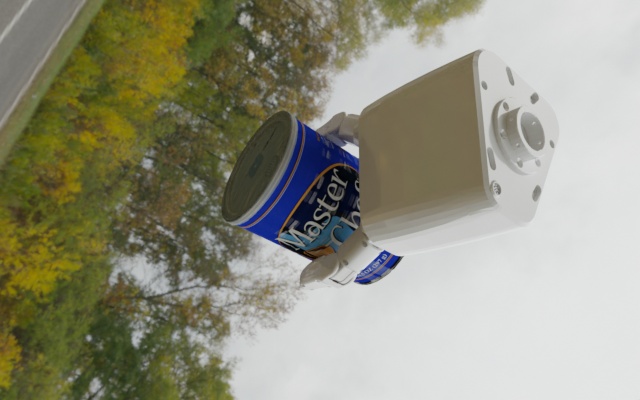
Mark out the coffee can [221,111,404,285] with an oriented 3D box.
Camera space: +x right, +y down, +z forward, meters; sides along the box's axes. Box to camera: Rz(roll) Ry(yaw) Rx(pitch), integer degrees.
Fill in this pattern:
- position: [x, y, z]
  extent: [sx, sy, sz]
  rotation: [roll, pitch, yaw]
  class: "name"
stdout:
- position: [0.000, 0.001, 0.421]
  extent: [0.140, 0.102, 0.103]
  rotation: [29, -14, -27]
  class: "coffee can"
